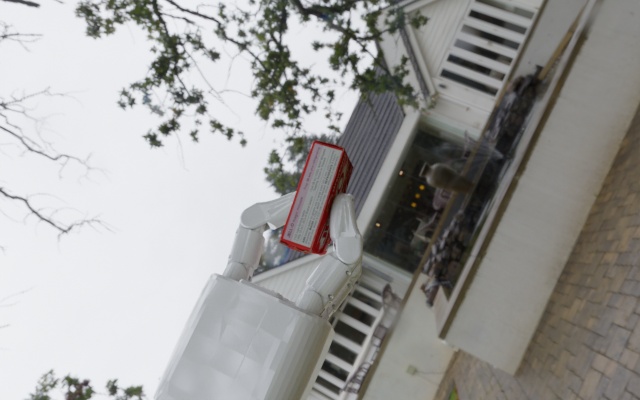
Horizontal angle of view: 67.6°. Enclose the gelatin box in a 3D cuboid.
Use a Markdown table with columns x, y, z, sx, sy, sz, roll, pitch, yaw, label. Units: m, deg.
| x | y | z | sx | sy | sz | roll | pitch | yaw | label |
| --- | --- | --- | --- | --- | --- | --- | --- | --- | --- |
| 0.000 | 0.001 | 0.407 | 0.030 | 0.089 | 0.073 | 17 | -4 | 11 | gelatin box |
